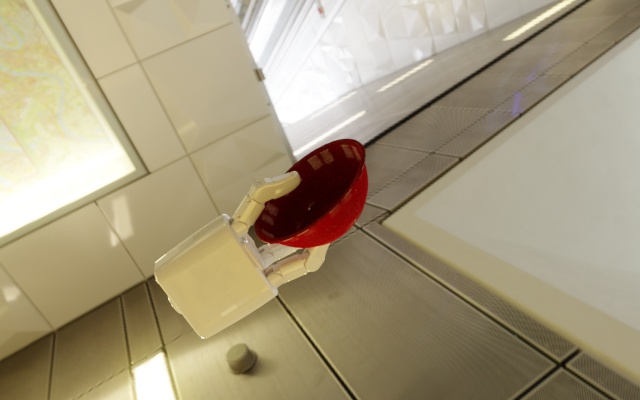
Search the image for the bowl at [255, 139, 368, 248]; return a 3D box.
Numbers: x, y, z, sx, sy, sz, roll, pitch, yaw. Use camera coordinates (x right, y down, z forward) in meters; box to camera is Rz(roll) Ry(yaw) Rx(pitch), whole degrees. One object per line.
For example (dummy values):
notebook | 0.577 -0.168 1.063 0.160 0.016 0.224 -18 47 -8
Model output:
bowl | 0.001 0.001 0.566 0.055 0.162 0.162 47 -26 -27
